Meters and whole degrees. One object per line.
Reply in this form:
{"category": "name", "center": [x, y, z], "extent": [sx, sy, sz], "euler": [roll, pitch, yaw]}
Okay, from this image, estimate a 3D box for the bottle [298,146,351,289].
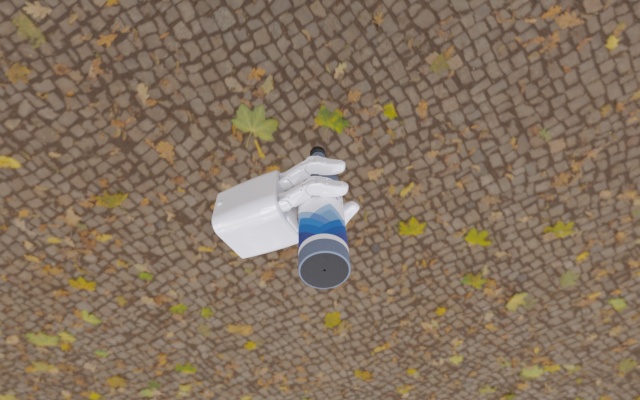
{"category": "bottle", "center": [0.000, 0.003, 0.720], "extent": [0.069, 0.069, 0.295], "euler": [0, 36, -2]}
